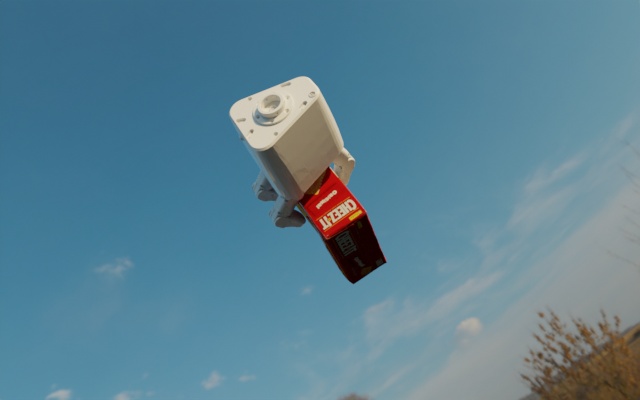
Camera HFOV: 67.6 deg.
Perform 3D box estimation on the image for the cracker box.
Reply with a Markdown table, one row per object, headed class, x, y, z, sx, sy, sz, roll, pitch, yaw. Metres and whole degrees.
| class | x | y | z | sx | sy | sz | roll | pitch | yaw |
| --- | --- | --- | --- | --- | --- | --- | --- | --- | --- |
| cracker box | 0.000 | 0.002 | 0.713 | 0.072 | 0.213 | 0.164 | -34 | -34 | -3 |
